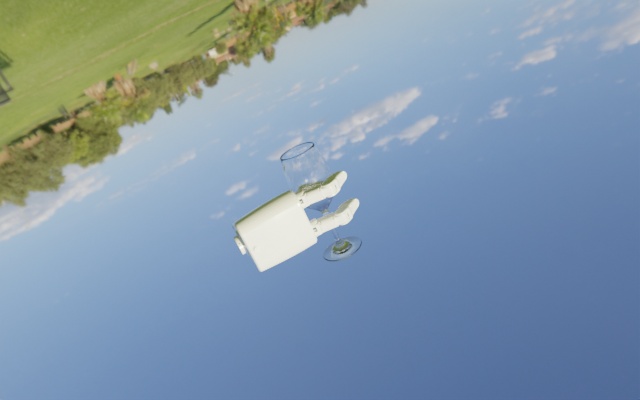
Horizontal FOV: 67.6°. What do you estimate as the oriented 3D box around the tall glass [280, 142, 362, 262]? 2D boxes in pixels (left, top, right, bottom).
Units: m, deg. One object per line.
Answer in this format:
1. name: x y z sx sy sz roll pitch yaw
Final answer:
1. tall glass: 0.001 0.003 0.817 0.079 0.201 0.079 -21 21 9
